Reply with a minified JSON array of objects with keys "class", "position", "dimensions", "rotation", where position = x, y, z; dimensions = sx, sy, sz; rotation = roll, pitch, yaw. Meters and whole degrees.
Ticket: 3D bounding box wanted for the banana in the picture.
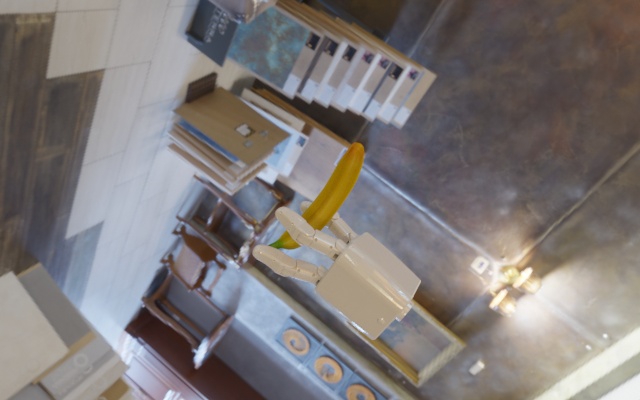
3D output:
[{"class":"banana","position":[0.004,0.004,0.660],"dimensions":[0.037,0.198,0.069],"rotation":[43,15,14]}]
